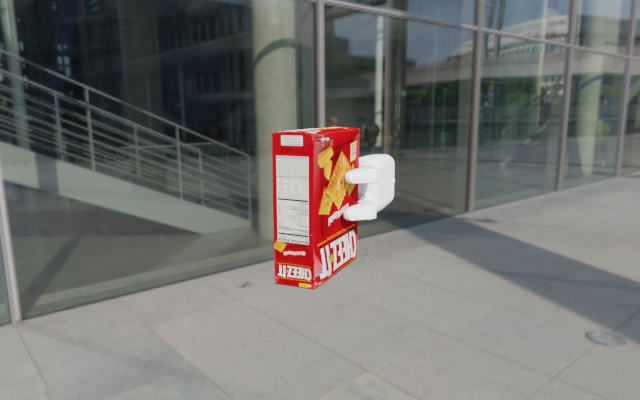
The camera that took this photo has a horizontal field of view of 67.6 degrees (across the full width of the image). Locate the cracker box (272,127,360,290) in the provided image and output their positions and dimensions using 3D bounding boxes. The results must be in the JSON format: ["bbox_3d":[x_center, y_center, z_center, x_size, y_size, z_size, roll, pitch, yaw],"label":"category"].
[{"bbox_3d":[0.000,0.002,0.703,0.072,0.214,0.164,5,12,26],"label":"cracker box"}]
